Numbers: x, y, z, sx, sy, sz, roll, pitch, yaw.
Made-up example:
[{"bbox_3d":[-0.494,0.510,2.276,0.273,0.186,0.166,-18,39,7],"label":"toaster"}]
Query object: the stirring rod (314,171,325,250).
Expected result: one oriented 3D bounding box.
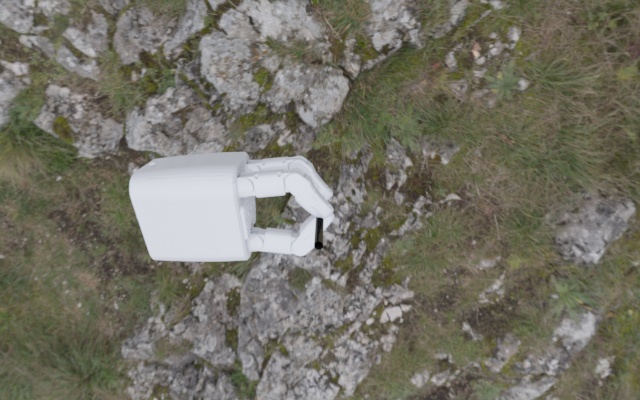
[{"bbox_3d":[0.000,0.002,0.533,0.011,0.011,0.239,0,18,1],"label":"stirring rod"}]
